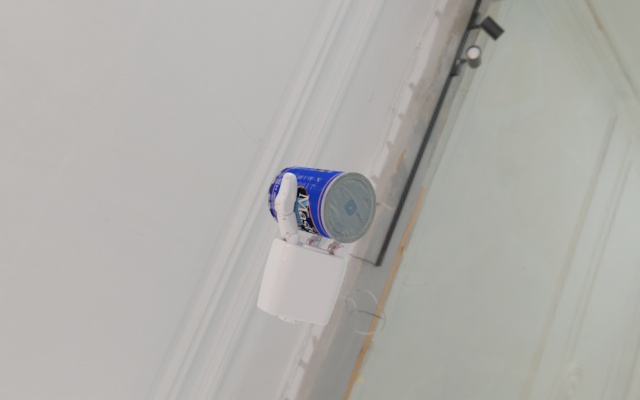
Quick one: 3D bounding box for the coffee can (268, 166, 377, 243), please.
[{"bbox_3d":[0.000,0.002,0.731,0.103,0.103,0.140,0,7,-39],"label":"coffee can"}]
